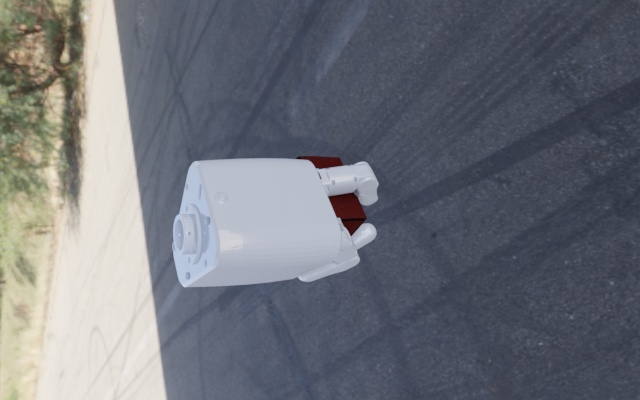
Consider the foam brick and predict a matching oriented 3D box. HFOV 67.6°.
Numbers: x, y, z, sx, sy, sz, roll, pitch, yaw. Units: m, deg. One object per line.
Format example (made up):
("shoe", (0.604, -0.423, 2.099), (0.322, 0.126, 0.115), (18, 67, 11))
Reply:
("foam brick", (0.000, 0.001, 0.469), (0.051, 0.078, 0.053), (-1, -36, -32))
